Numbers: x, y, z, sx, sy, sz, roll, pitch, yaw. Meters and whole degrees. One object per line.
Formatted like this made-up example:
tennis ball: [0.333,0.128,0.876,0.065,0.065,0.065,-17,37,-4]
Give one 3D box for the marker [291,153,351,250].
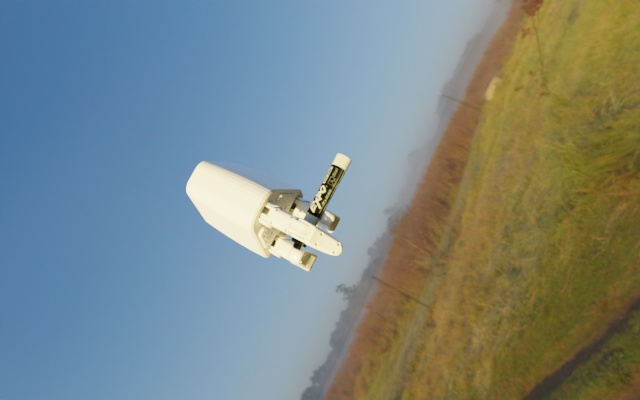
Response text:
marker: [0.000,0.002,0.552,0.020,0.121,0.020,28,-7,4]
